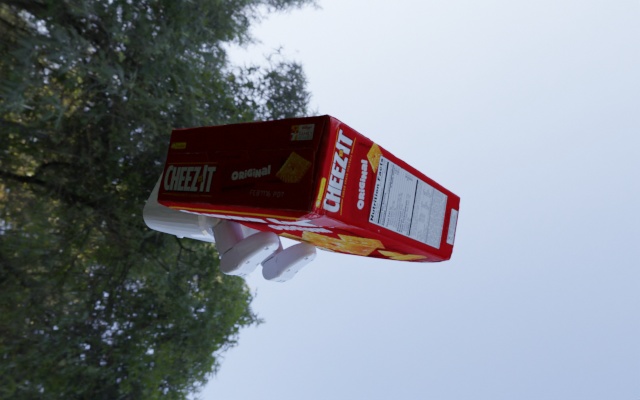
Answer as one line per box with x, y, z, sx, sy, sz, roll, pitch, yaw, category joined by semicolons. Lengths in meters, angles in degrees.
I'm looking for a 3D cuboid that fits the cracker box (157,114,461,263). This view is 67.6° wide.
0.000;0.001;0.412;0.164;0.072;0.214;2;-12;38;cracker box
